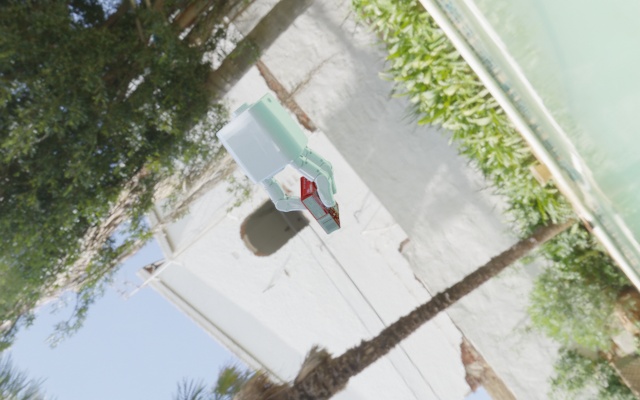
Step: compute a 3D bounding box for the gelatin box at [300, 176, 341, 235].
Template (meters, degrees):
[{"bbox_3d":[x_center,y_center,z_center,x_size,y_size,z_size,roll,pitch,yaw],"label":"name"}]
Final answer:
[{"bbox_3d":[0.000,0.003,0.817,0.030,0.089,0.073,-29,30,16],"label":"gelatin box"}]
